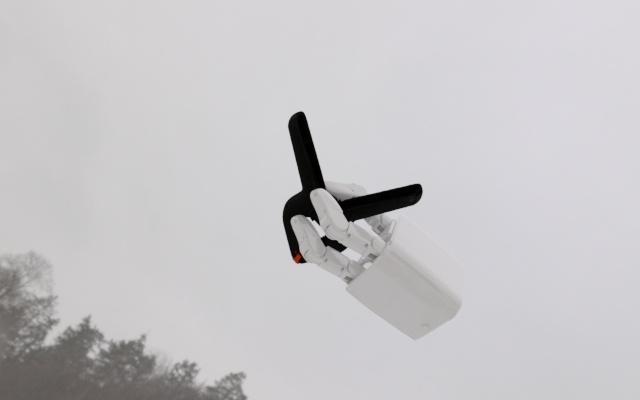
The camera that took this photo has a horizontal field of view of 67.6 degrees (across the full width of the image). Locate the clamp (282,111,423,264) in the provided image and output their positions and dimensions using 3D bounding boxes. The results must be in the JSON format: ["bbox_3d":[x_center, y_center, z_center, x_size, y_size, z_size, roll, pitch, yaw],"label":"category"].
[{"bbox_3d":[0.000,0.002,0.573,0.210,0.164,0.036,-52,0,44],"label":"clamp"}]
